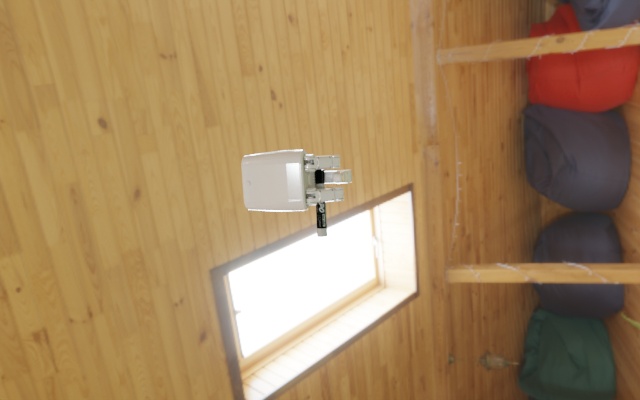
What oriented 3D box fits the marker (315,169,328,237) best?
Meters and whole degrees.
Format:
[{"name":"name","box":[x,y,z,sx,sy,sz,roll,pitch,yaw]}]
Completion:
[{"name":"marker","box":[0.000,0.003,0.826,0.020,0.121,0.020,-3,5,0]}]
